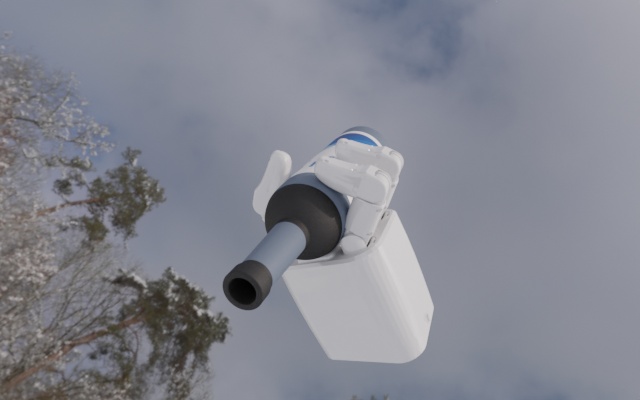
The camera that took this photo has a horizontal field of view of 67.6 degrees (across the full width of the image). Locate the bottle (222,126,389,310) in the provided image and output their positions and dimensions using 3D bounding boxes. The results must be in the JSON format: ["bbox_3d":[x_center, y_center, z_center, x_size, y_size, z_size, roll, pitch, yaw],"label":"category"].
[{"bbox_3d":[0.000,0.001,0.415,0.069,0.069,0.295,0,21,20],"label":"bottle"}]
